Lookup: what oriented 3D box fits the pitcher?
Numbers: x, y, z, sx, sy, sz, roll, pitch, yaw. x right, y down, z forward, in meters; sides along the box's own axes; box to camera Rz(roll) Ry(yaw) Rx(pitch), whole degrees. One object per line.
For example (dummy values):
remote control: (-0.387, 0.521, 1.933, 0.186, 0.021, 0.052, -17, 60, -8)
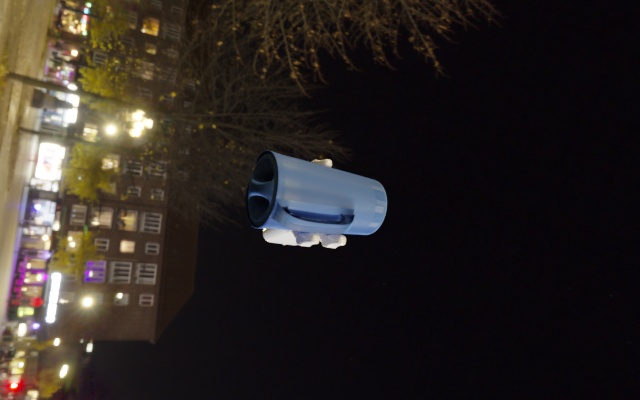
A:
pitcher: (0.000, 0.003, 0.854, 0.243, 0.149, 0.145, 9, -20, -30)
